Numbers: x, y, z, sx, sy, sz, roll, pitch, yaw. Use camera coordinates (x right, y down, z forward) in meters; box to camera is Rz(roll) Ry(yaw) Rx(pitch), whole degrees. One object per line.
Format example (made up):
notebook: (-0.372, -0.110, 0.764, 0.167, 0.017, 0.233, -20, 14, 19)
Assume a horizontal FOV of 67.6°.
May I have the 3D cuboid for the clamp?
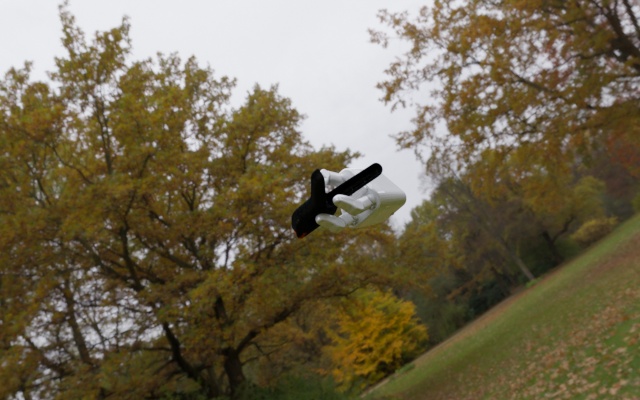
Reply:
clamp: (0.000, 0.002, 0.868, 0.164, 0.036, 0.210, -3, -35, -48)
